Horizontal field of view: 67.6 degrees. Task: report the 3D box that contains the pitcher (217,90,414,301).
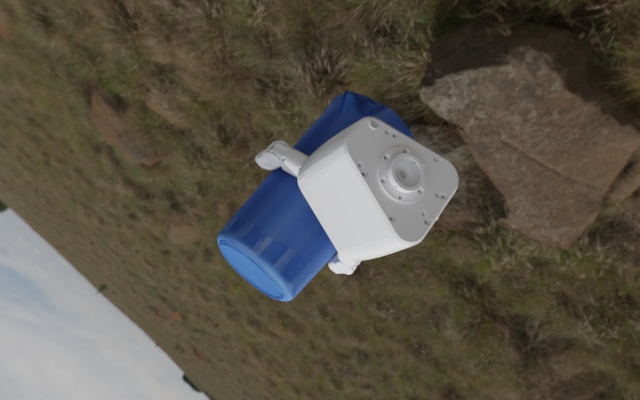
[{"bbox_3d":[0.000,0.002,0.570,0.242,0.149,0.145,-49,9,-24],"label":"pitcher"}]
